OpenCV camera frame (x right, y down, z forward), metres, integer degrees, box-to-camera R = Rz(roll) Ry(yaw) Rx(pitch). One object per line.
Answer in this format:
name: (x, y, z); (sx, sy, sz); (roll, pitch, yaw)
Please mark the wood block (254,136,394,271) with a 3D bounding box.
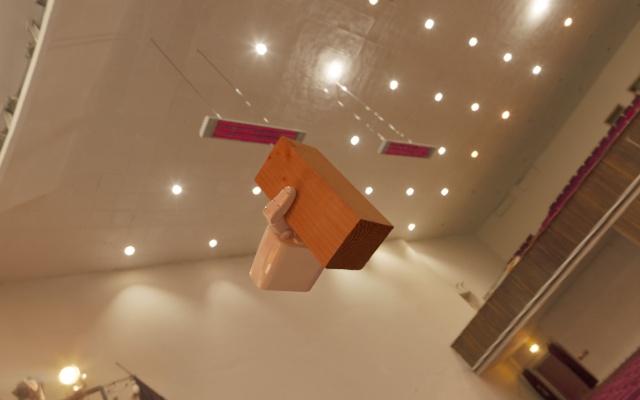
wood block: (0.000, 0.003, 0.726); (0.091, 0.090, 0.206); (12, 29, -50)
